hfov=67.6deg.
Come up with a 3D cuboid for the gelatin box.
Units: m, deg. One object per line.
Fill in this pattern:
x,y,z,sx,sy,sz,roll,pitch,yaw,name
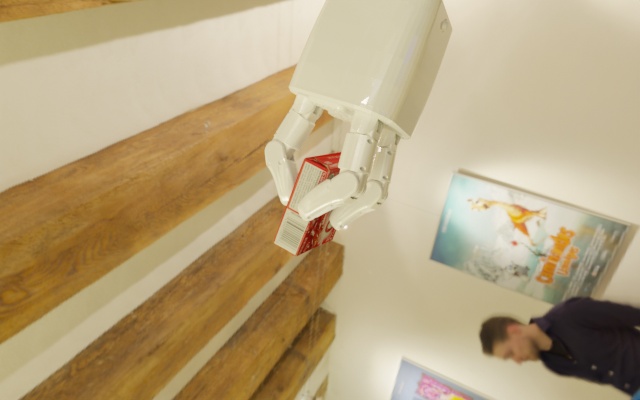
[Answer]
0.000,0.002,0.443,0.030,0.089,0.073,29,20,21,gelatin box
